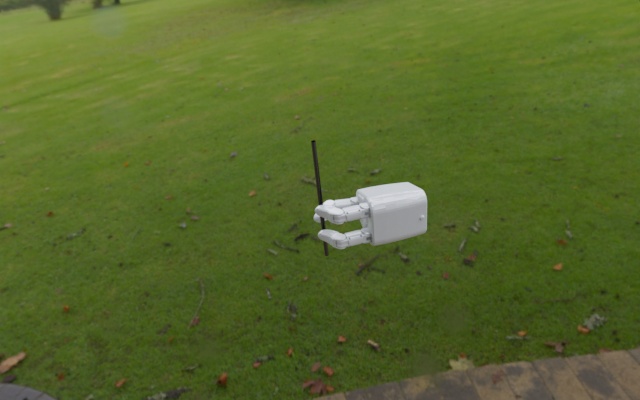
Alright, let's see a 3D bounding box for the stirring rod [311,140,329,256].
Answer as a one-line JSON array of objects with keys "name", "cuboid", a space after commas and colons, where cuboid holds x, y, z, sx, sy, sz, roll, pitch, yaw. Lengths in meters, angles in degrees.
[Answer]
[{"name": "stirring rod", "cuboid": [0.000, 0.003, 0.867, 0.011, 0.240, 0.011, -5, 31, 3]}]
